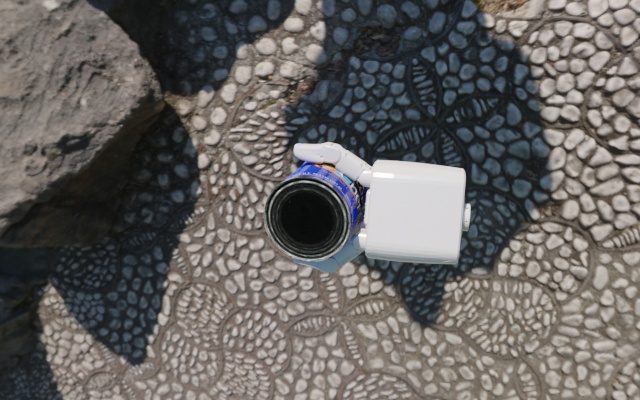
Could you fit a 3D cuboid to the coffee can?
[{"bbox_3d":[0.000,0.002,0.598,0.103,0.103,0.140,0,17,14],"label":"coffee can"}]
